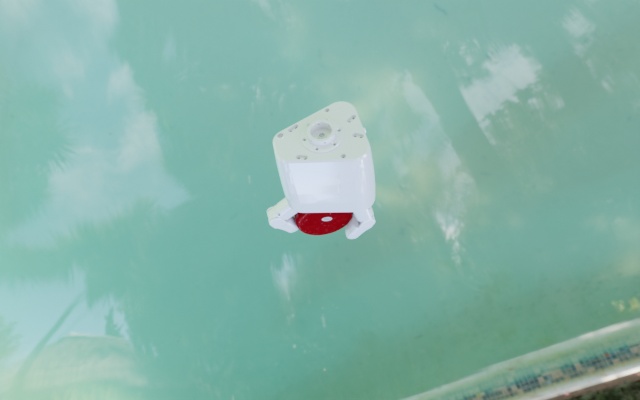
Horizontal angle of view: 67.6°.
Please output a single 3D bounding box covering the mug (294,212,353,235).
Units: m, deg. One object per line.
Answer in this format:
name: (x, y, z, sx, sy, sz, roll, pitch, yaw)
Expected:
mug: (0.000, 0.003, 0.688, 0.093, 0.081, 0.117, -15, -33, 0)
